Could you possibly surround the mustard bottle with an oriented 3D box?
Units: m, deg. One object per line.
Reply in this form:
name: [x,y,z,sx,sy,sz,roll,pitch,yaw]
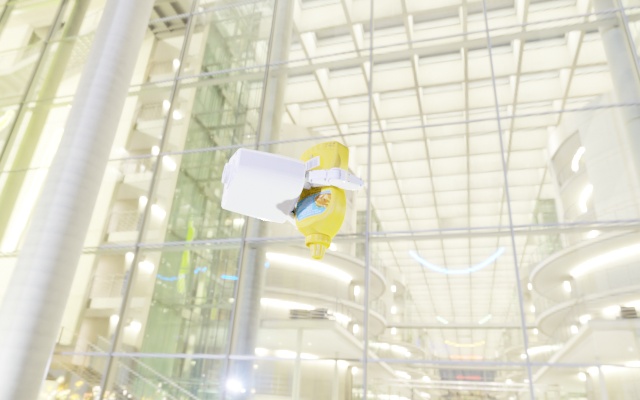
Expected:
mustard bottle: [0.000,0.002,0.777,0.096,0.191,0.058,-20,-34,40]
